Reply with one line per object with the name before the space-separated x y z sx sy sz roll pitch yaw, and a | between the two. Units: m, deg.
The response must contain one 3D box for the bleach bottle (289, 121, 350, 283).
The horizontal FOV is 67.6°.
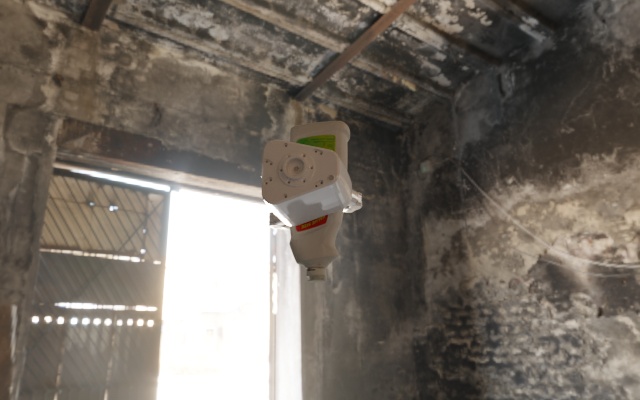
bleach bottle | 0.000 0.002 0.760 0.102 0.250 0.068 -4 -17 10
